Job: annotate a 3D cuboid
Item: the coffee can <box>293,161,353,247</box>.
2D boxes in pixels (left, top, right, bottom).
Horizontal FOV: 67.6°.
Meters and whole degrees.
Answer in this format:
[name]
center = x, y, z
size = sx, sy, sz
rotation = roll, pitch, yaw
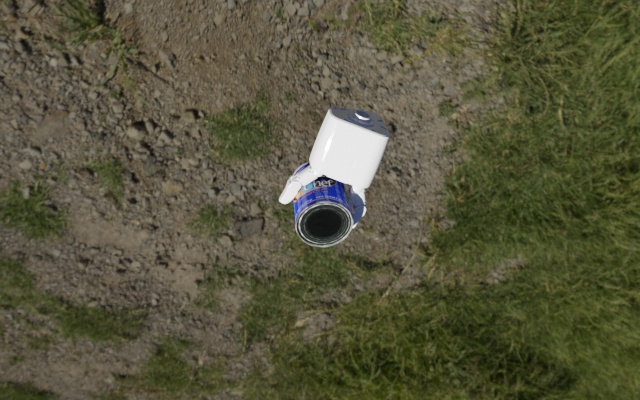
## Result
[coffee can]
center = 0.000, 0.003, 0.893
size = 0.103, 0.103, 0.140
rotation = 0, 36, -7
